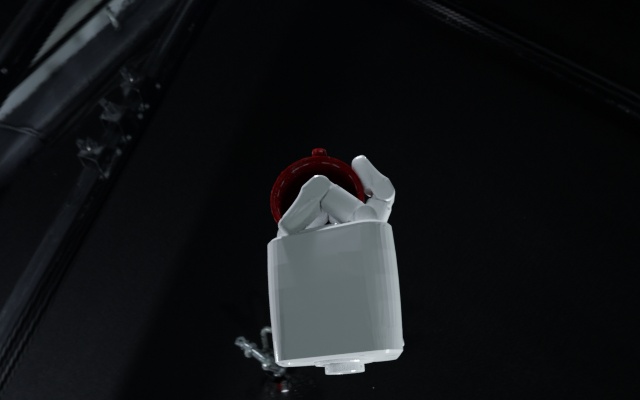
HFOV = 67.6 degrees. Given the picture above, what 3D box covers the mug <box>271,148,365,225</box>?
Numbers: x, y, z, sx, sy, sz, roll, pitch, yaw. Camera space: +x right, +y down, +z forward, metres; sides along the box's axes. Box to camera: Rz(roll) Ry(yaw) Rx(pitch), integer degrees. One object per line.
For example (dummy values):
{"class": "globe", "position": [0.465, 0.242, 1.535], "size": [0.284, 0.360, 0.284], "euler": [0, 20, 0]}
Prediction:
{"class": "mug", "position": [0.000, 0.000, 0.511], "size": [0.093, 0.117, 0.081], "euler": [-5, -23, 4]}
